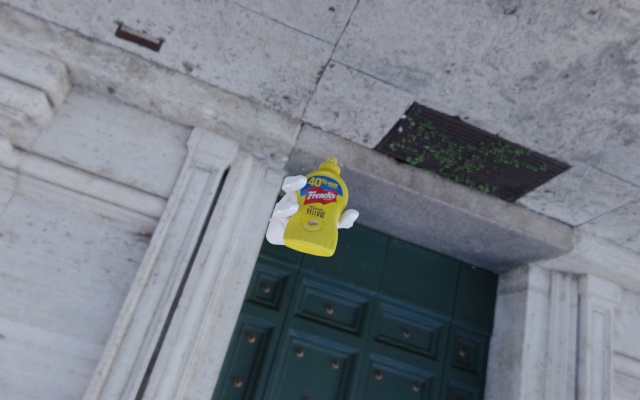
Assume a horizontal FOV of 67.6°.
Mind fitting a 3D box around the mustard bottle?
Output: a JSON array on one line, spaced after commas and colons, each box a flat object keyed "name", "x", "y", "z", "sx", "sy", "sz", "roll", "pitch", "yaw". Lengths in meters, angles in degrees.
[{"name": "mustard bottle", "x": 0.000, "y": 0.003, "z": 0.892, "sx": 0.096, "sy": 0.191, "sz": 0.058, "roll": 12, "pitch": -24, "yaw": 8}]
